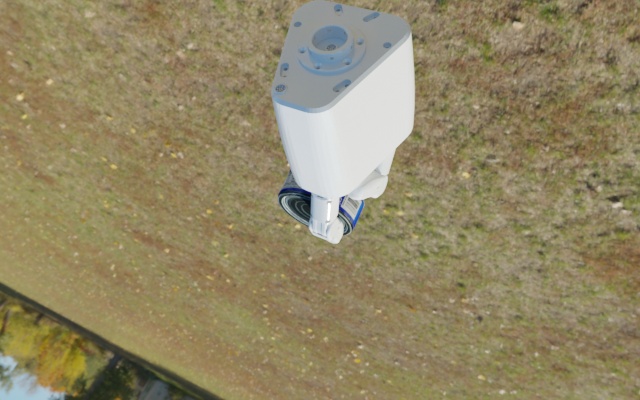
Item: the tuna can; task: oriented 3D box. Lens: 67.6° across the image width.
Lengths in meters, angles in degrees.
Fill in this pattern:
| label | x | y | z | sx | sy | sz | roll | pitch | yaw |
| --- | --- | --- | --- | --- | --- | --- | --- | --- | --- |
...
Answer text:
| label | x | y | z | sx | sy | sz | roll | pitch | yaw |
| --- | --- | --- | --- | --- | --- | --- | --- | --- | --- |
| tuna can | 0.000 | 0.002 | 0.490 | 0.086 | 0.033 | 0.086 | 22 | -22 | 9 |
